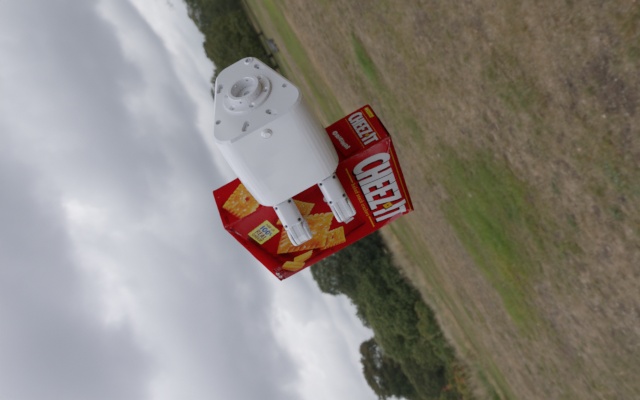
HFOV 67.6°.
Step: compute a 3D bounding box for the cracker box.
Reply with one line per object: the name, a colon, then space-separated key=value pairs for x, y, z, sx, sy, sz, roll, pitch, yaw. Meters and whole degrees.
cracker box: x=0.000 y=0.002 z=0.605 sx=0.214 sy=0.072 sz=0.164 roll=-28 pitch=-37 yaw=3
